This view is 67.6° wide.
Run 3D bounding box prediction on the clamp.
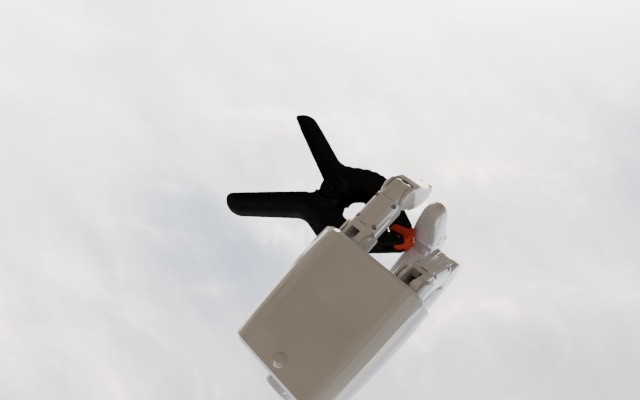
[{"bbox_3d":[0.000,0.002,0.425,0.171,0.120,0.039,39,-9,30],"label":"clamp"}]
